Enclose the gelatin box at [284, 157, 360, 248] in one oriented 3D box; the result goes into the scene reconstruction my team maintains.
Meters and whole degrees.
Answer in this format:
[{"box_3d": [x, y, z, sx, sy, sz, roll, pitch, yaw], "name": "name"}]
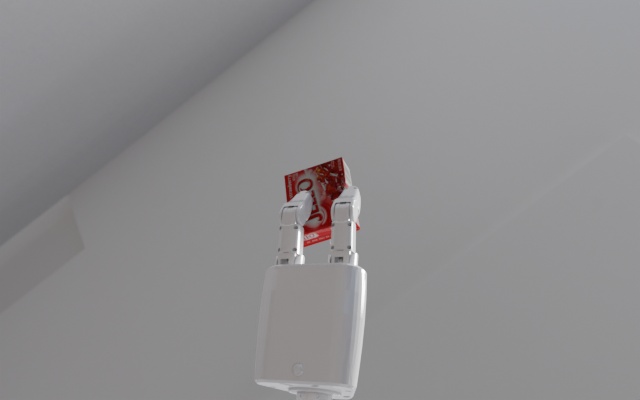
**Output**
[{"box_3d": [0.000, 0.002, 0.536, 0.073, 0.089, 0.030, -17, -36, 14], "name": "gelatin box"}]
